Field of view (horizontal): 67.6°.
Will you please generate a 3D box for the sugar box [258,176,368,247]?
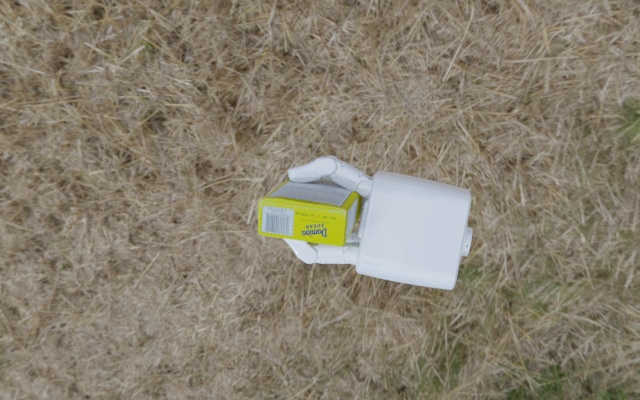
[{"bbox_3d":[0.000,0.002,0.557,0.093,0.048,0.176,8,13,12],"label":"sugar box"}]
